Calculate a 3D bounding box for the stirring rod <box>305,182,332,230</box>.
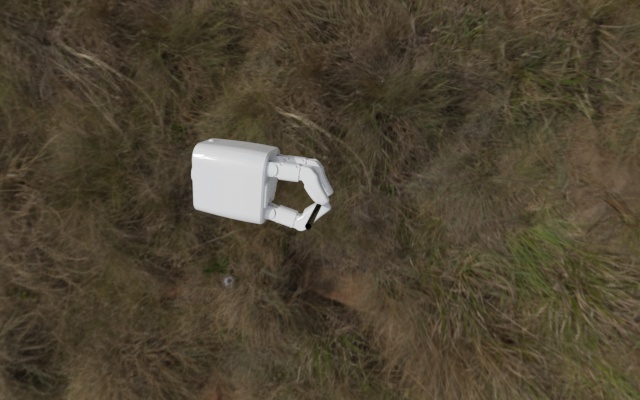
[{"bbox_3d":[0.000,0.002,0.685,0.011,0.011,0.239,0,14,7],"label":"stirring rod"}]
